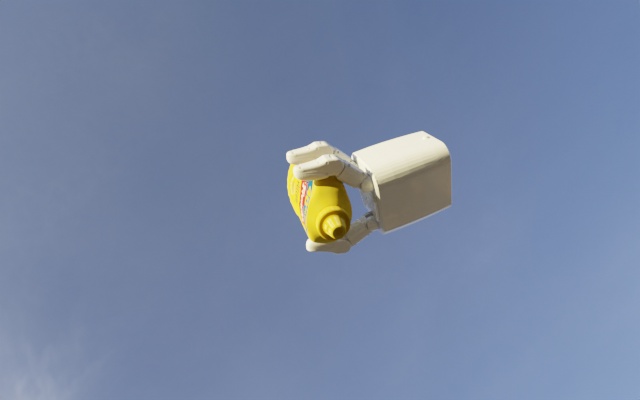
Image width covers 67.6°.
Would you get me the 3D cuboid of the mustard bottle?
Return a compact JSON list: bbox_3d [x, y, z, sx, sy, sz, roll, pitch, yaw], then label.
[{"bbox_3d":[0.000,0.002,0.629,0.058,0.096,0.191,2,21,-15],"label":"mustard bottle"}]
